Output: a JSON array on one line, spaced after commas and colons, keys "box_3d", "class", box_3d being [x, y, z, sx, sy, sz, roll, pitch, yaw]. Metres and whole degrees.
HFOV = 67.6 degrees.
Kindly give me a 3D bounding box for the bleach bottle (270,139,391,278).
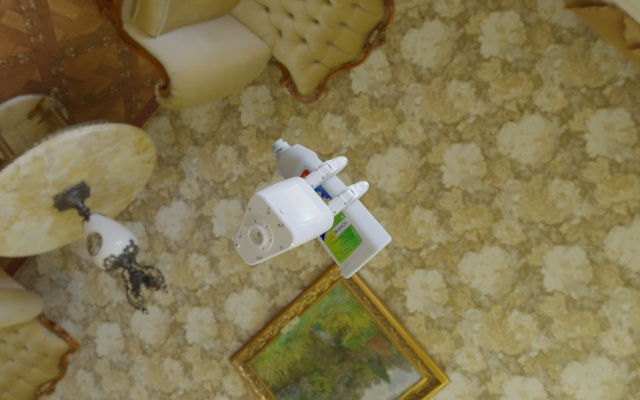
[{"box_3d": [0.000, 0.003, 0.801, 0.103, 0.251, 0.068, -48, -12, 32], "class": "bleach bottle"}]
